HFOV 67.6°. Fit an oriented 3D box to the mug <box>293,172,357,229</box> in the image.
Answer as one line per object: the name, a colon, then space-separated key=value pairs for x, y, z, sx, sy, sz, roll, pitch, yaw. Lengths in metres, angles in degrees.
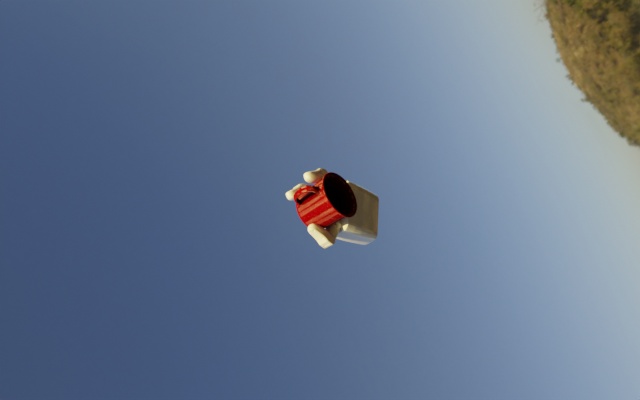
mug: x=-0.001 y=0.003 z=0.892 sx=0.081 sy=0.093 sz=0.117 roll=-31 pitch=-36 yaw=34
